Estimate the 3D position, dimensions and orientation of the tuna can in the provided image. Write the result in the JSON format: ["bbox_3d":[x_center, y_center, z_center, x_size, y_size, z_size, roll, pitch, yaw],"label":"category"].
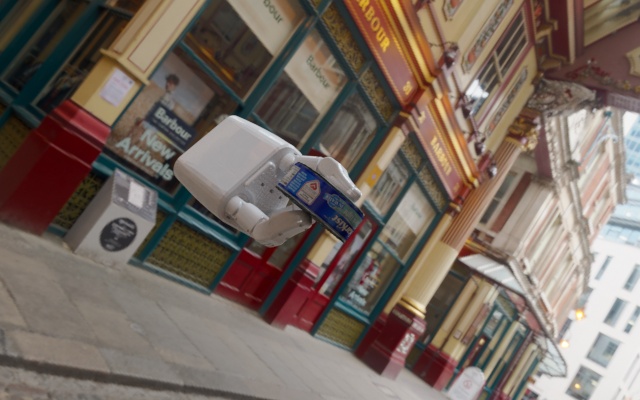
[{"bbox_3d":[0.000,0.001,0.457,0.086,0.034,0.086,39,-3,3],"label":"tuna can"}]
